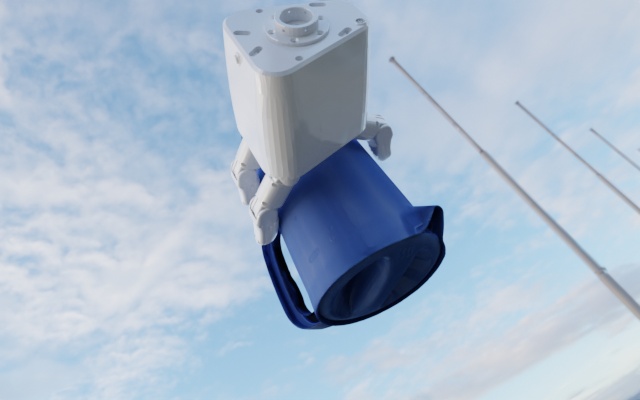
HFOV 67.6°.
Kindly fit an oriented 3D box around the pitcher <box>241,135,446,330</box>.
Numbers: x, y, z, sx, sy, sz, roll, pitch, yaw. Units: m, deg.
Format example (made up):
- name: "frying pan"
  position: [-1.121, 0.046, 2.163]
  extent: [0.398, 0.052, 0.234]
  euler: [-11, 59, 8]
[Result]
- name: "pitcher"
  position: [0.000, 0.001, 0.495]
  extent: [0.149, 0.242, 0.145]
  euler: [-21, -36, -15]
